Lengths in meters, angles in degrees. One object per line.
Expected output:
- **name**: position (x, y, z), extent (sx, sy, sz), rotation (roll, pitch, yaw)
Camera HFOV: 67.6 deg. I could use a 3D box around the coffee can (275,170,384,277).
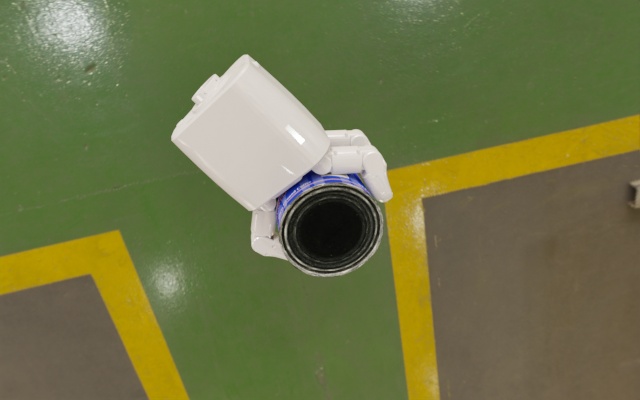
- **coffee can**: position (0.000, 0.002, 0.518), extent (0.103, 0.103, 0.140), rotation (0, 24, -10)
